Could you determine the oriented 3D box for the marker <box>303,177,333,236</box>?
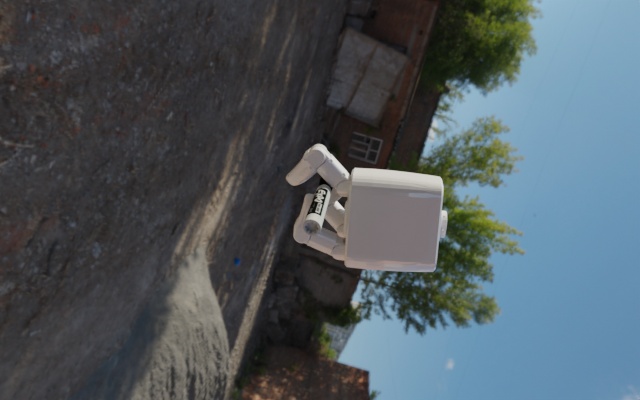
[{"bbox_3d":[0.000,0.002,0.530,0.020,0.020,0.121,0,25,9],"label":"marker"}]
